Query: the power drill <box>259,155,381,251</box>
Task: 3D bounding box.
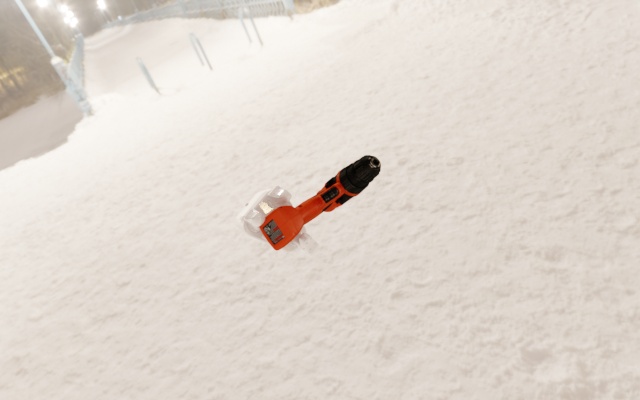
[{"bbox_3d":[0.000,0.003,0.791,0.187,0.057,0.184,-31,-6,-34],"label":"power drill"}]
